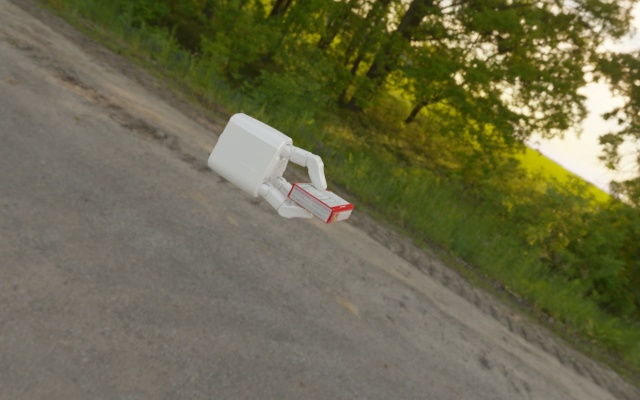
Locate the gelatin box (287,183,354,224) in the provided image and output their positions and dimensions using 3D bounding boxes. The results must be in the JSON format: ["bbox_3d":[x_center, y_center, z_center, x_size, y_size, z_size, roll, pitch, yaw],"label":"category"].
[{"bbox_3d":[0.001,0.002,0.798,0.089,0.030,0.073,32,18,24],"label":"gelatin box"}]
